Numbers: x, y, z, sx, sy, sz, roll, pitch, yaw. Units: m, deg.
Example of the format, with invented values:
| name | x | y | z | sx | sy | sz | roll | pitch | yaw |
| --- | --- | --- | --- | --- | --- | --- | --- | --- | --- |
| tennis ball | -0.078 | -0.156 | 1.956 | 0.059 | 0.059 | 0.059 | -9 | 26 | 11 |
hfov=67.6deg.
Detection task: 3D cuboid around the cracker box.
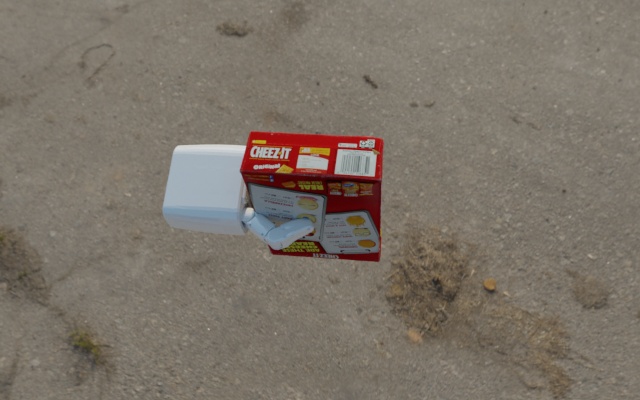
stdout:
| name | x | y | z | sx | sy | sz | roll | pitch | yaw |
| --- | --- | --- | --- | --- | --- | --- | --- | --- | --- |
| cracker box | 0.000 | 0.002 | 0.635 | 0.164 | 0.072 | 0.214 | 3 | -32 | 8 |
